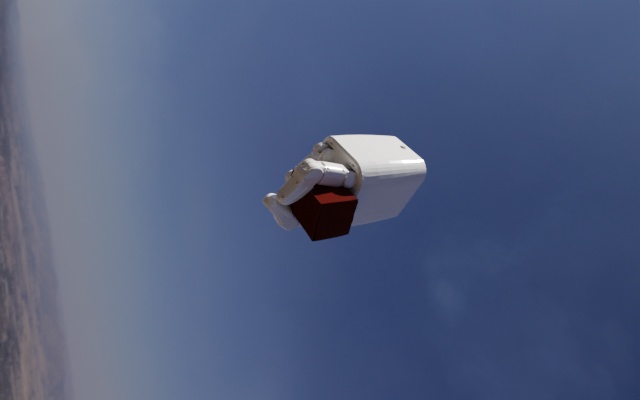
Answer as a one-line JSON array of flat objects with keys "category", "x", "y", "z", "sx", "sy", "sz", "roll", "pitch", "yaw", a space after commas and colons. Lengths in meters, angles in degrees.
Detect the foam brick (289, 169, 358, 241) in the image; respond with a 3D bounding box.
[{"category": "foam brick", "x": 0.000, "y": 0.002, "z": 0.565, "sx": 0.051, "sy": 0.053, "sz": 0.078, "roll": -6, "pitch": 38, "yaw": -29}]
